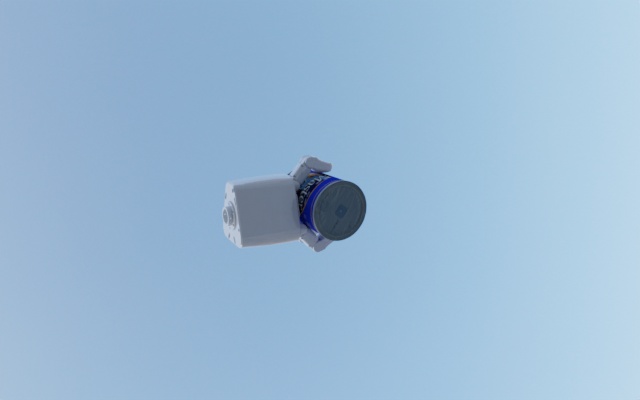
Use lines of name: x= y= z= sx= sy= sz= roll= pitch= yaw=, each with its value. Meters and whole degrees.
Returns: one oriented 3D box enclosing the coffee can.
coffee can: x=0.000 y=0.003 z=0.844 sx=0.103 sy=0.103 sz=0.140 roll=0 pitch=13 yaw=-31
